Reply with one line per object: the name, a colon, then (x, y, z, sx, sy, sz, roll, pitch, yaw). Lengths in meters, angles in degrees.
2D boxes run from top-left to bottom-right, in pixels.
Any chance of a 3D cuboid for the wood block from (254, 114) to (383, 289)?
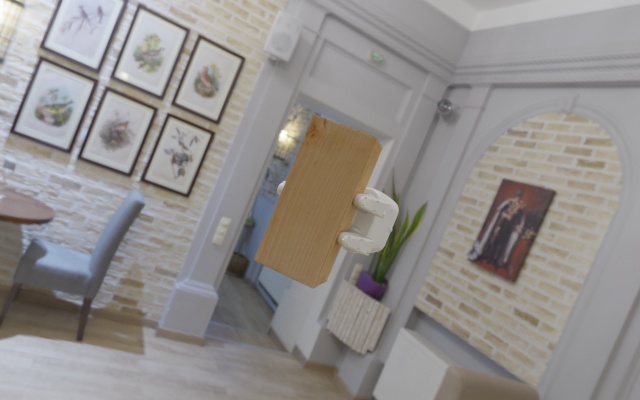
wood block: (0.000, 0.002, 0.648, 0.091, 0.206, 0.090, 23, 3, 13)
